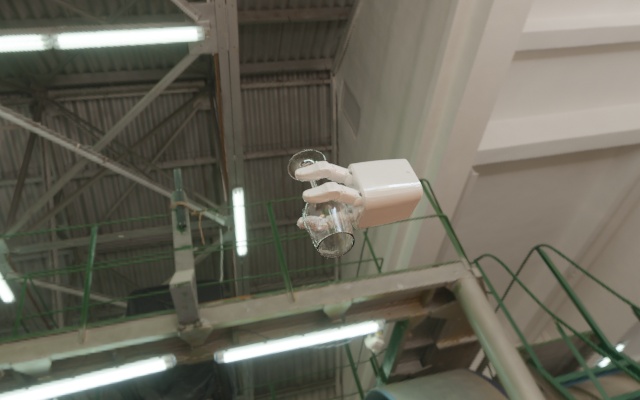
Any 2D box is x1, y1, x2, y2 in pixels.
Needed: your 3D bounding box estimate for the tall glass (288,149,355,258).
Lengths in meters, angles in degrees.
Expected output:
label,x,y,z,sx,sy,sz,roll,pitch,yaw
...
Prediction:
label,x,y,z,sx,sy,sz,roll,pitch,yaw
tall glass,0.000,0.002,0.819,0.079,0.079,0.201,0,44,-20
